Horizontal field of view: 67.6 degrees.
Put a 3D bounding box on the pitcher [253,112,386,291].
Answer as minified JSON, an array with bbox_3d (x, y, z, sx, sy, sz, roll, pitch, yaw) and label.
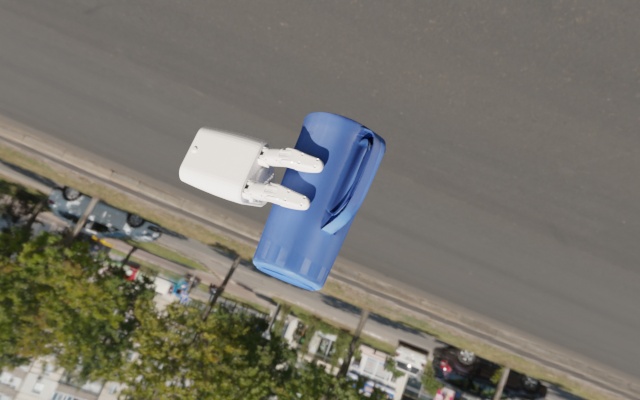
[{"bbox_3d":[0.000,0.002,0.695,0.145,0.242,0.149,18,-14,15],"label":"pitcher"}]
